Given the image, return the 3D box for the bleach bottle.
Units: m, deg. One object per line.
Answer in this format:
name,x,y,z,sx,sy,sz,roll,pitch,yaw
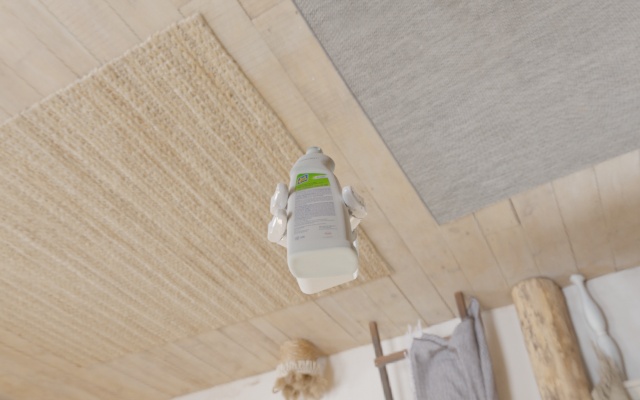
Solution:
bleach bottle,0.000,0.002,0.749,0.102,0.068,0.250,-6,44,5
